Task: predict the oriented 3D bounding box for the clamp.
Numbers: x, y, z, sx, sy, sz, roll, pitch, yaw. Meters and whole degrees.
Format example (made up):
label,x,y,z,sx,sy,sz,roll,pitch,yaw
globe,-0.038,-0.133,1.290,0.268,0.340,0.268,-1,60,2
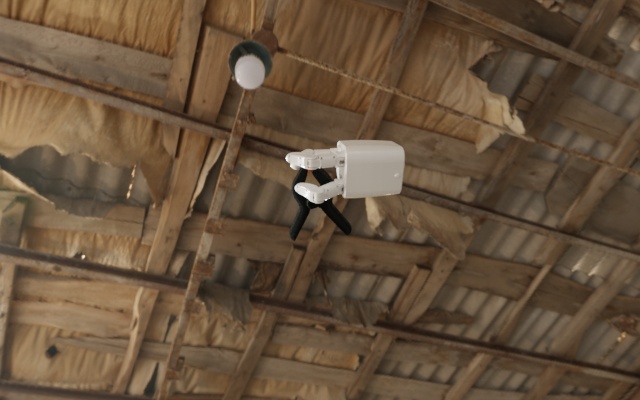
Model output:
label,x,y,z,sx,sy,sz,roll,pitch,yaw
clamp,0.000,0.002,0.889,0.120,0.172,0.039,-2,31,-4
